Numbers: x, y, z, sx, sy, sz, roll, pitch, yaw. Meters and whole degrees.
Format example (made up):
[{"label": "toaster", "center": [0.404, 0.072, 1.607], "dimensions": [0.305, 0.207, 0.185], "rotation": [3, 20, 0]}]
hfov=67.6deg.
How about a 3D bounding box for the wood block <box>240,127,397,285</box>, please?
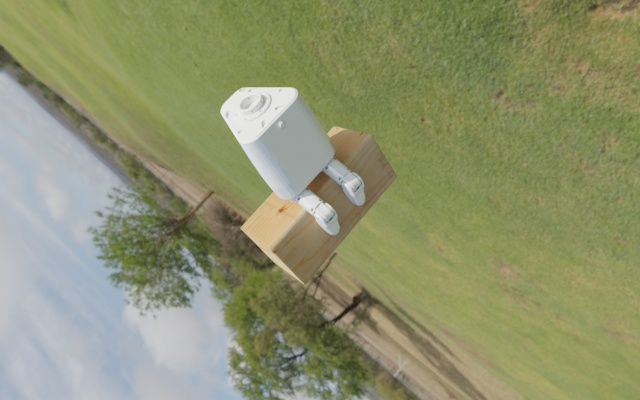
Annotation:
[{"label": "wood block", "center": [0.000, 0.002, 0.681], "dimensions": [0.090, 0.206, 0.090], "rotation": [25, -21, 52]}]
